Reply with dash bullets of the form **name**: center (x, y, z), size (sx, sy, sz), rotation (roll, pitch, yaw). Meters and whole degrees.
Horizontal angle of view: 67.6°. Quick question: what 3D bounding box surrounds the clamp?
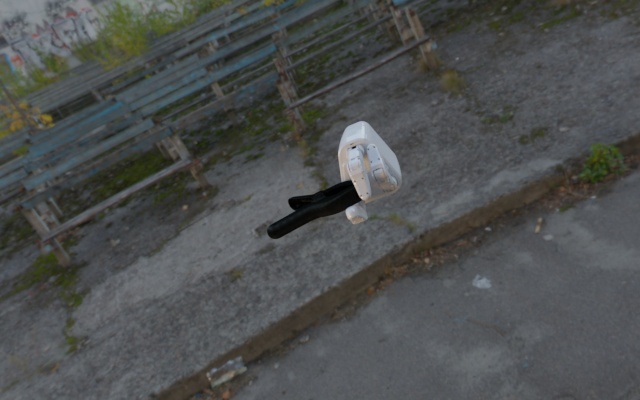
- **clamp**: center (0.000, 0.002, 0.769), size (0.171, 0.039, 0.120), rotation (-21, 24, 15)
